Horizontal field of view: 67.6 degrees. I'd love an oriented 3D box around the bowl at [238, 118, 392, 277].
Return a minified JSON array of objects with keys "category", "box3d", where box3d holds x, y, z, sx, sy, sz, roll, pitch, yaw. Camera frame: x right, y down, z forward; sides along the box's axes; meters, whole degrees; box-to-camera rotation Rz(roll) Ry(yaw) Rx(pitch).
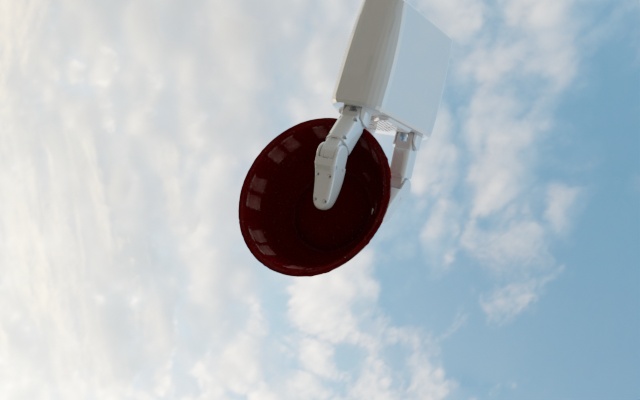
[{"category":"bowl","box3d":[0.000,0.003,0.475,0.162,0.162,0.055,0,-20,27]}]
